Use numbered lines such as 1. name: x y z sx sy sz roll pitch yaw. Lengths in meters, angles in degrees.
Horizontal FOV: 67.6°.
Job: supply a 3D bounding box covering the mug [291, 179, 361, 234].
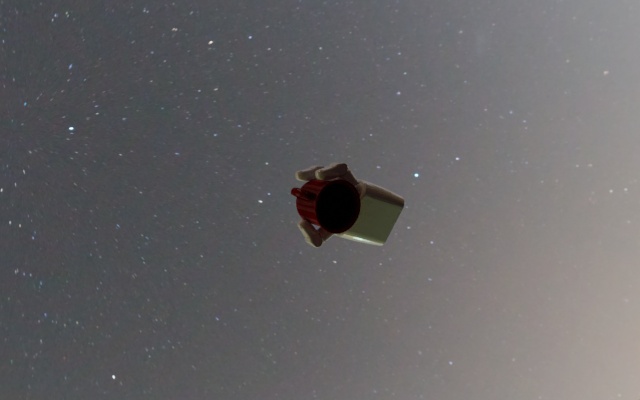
1. mug: -0.001 0.002 0.830 0.117 0.093 0.081 19 -3 -32
